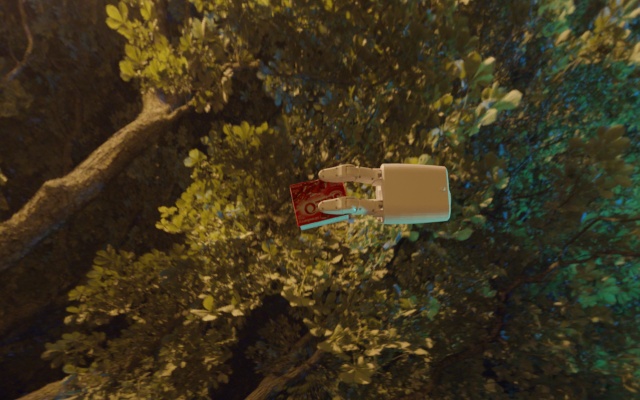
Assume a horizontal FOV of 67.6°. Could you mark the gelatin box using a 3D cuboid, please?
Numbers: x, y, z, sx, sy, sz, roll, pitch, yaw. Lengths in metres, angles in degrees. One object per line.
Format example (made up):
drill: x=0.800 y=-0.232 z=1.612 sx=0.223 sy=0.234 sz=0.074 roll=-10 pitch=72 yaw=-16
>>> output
gelatin box: x=0.000 y=0.003 z=0.786 sx=0.089 sy=0.073 sz=0.030 roll=-13 pitch=-19 yaw=0
